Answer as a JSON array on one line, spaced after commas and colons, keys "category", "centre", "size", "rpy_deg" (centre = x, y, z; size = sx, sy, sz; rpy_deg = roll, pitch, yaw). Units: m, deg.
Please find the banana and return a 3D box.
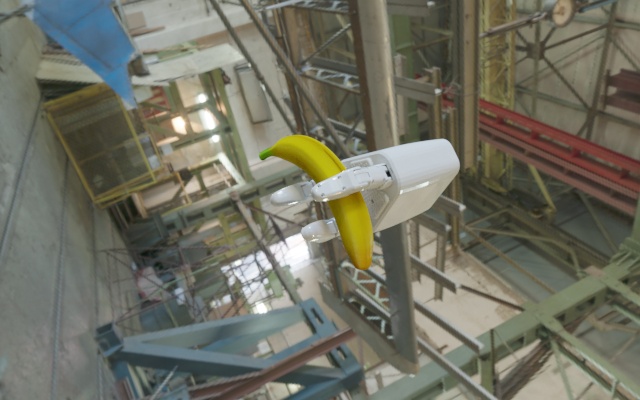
[{"category": "banana", "centre": [0.006, -0.014, 0.534], "size": [0.037, 0.070, 0.197], "rpy_deg": [-9, 49, -47]}]
